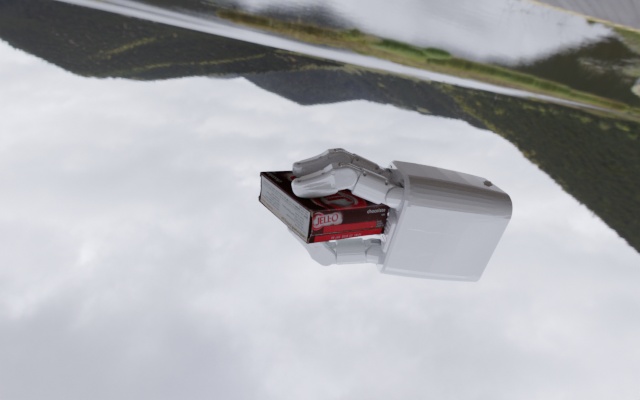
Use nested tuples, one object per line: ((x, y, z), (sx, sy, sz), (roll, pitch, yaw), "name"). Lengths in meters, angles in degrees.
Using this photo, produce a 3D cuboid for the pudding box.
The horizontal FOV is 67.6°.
((0.000, 0.002, 0.483), (0.090, 0.039, 0.113), (-4, 21, -32), "pudding box")
